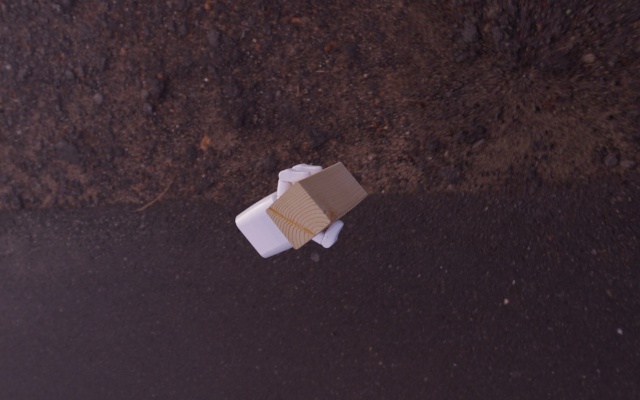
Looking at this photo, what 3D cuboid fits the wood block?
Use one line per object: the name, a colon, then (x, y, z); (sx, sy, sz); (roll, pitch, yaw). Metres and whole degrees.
wood block: (0.000, 0.003, 0.895); (0.090, 0.091, 0.206); (-41, -4, 27)
